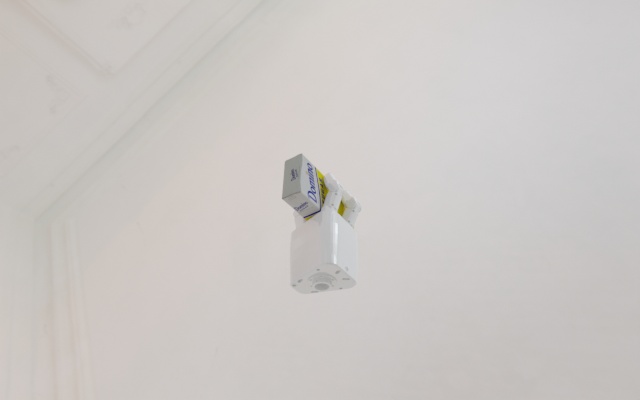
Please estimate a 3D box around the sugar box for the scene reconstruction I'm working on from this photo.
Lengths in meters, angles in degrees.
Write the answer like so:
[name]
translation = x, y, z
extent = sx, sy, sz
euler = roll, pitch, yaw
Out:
[sugar box]
translation = 0.001, 0.003, 0.877
extent = 0.048, 0.093, 0.176
euler = -21, -44, 24
